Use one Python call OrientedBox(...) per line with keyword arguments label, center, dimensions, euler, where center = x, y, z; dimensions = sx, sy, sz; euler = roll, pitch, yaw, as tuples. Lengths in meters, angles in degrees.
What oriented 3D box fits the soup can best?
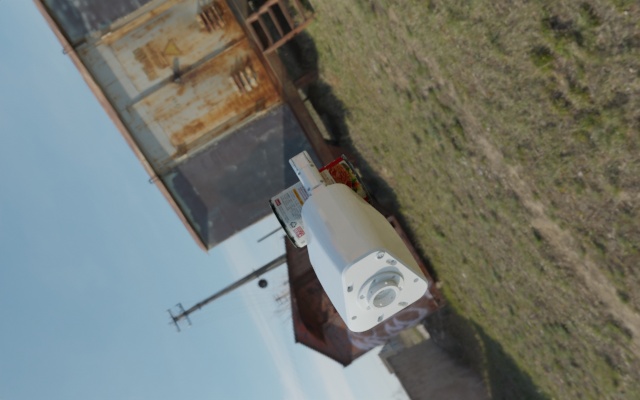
OrientedBox(label="soup can", center=(0.000, 0.002, 0.555), dimensions=(0.102, 0.068, 0.068), euler=(-31, 0, -1))
